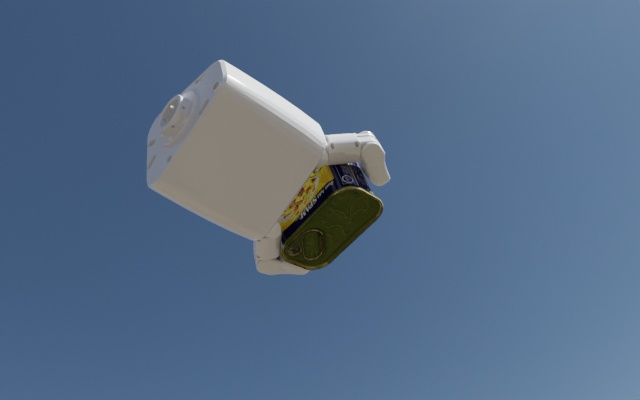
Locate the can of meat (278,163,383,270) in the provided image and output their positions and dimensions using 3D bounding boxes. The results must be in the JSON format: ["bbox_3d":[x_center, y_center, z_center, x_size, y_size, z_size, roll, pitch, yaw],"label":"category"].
[{"bbox_3d":[0.000,0.001,0.460,0.057,0.102,0.084,26,28,-36],"label":"can of meat"}]
